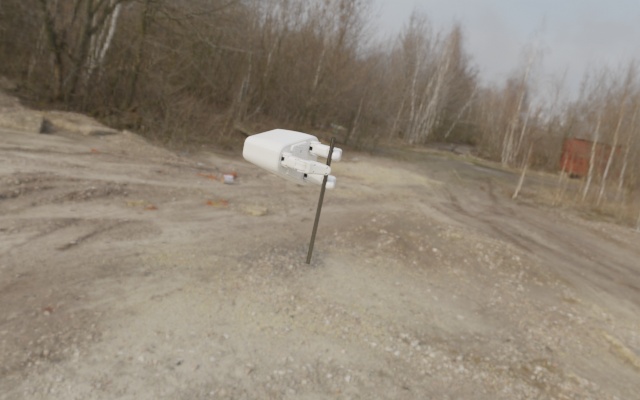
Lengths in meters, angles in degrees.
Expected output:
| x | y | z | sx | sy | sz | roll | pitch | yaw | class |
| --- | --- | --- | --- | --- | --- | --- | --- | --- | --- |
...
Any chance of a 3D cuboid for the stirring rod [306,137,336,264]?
| x | y | z | sx | sy | sz | roll | pitch | yaw | class |
| --- | --- | --- | --- | --- | --- | --- | --- | --- | --- |
| 0.000 | 0.003 | 0.877 | 0.011 | 0.239 | 0.011 | 11 | 11 | -2 | stirring rod |
